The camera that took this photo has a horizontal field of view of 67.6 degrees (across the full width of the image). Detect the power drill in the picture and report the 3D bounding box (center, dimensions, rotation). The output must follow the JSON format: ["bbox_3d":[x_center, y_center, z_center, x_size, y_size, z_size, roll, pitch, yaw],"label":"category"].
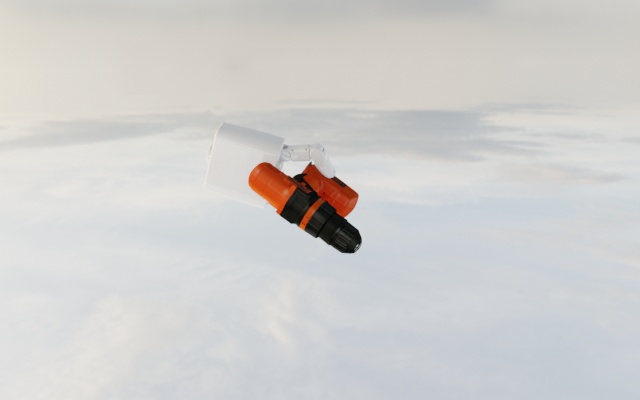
[{"bbox_3d":[0.000,0.002,0.722,0.184,0.057,0.187,37,15,10],"label":"power drill"}]
